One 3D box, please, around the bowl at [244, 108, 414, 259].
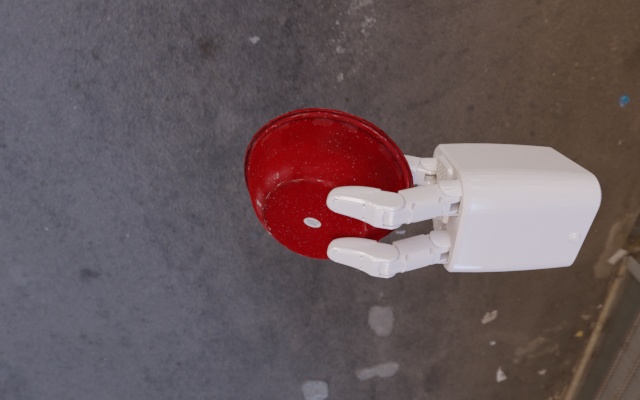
[{"bbox_3d":[-0.001,0.002,0.429,0.162,0.162,0.055,0,39,16],"label":"bowl"}]
